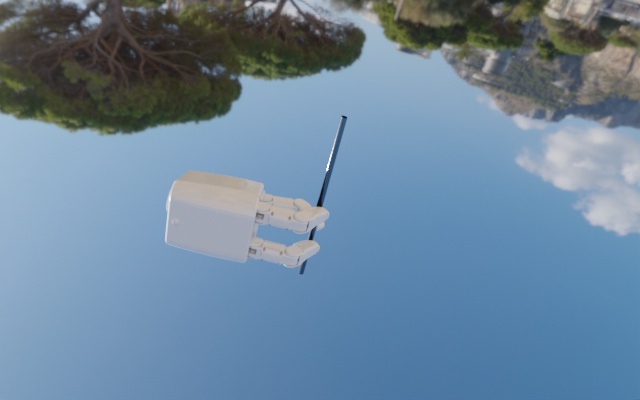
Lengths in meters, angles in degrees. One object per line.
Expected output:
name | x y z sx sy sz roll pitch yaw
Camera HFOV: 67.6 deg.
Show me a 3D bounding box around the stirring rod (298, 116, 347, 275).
stirring rod | 0.000 0.002 0.626 0.011 0.240 0.011 12 29 -7
